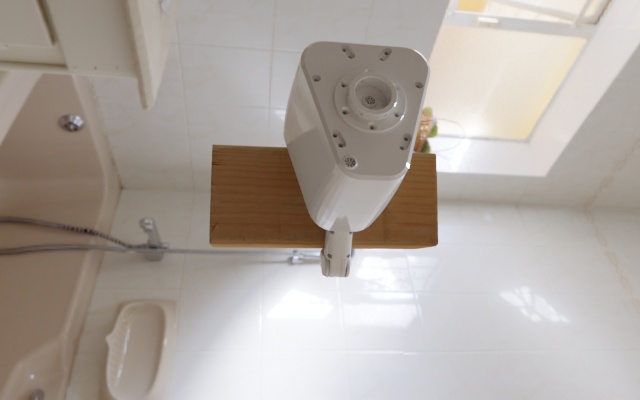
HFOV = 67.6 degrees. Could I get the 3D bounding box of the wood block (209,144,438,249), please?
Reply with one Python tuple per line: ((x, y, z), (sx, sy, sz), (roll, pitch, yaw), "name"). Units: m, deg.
((0.000, 0.002, 0.469), (0.206, 0.091, 0.090), (2, -8, -8), "wood block")
